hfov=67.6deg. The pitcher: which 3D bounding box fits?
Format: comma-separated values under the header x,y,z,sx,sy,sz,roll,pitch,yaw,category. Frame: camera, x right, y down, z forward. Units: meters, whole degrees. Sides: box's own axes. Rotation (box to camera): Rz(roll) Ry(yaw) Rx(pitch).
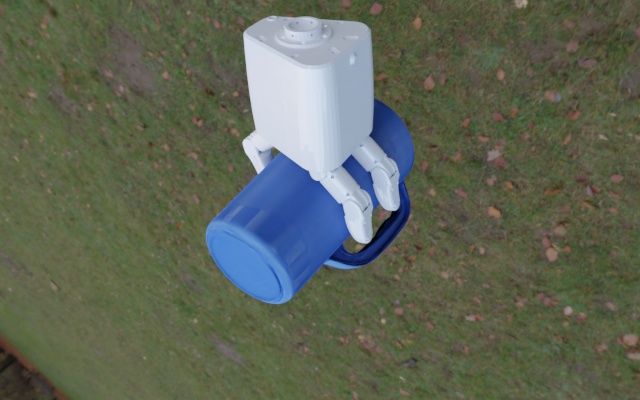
x,y,z,sx,sy,sz,roll,pitch,yaw,category
0.000,0.002,0.529,0.149,0.145,0.242,24,50,25,pitcher
